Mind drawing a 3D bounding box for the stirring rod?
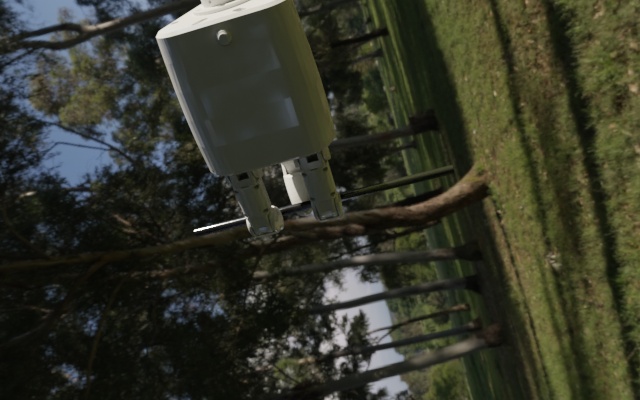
[{"bbox_3d":[0.000,0.001,0.432,0.239,0.011,0.011,-14,-2,6],"label":"stirring rod"}]
